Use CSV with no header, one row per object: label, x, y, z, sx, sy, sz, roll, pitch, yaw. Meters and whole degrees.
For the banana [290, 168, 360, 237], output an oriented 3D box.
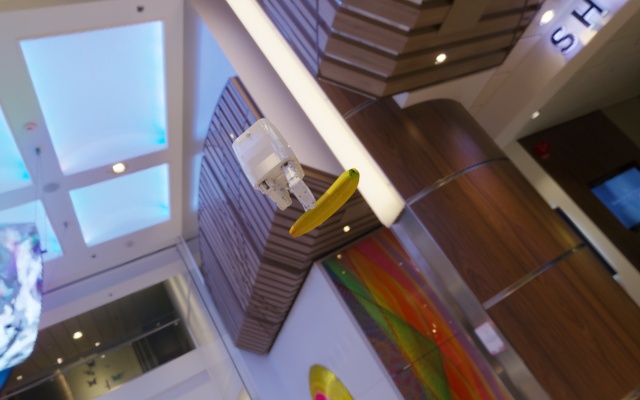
banana,0.015,-0.001,0.864,0.069,0.037,0.198,-8,-32,-47
